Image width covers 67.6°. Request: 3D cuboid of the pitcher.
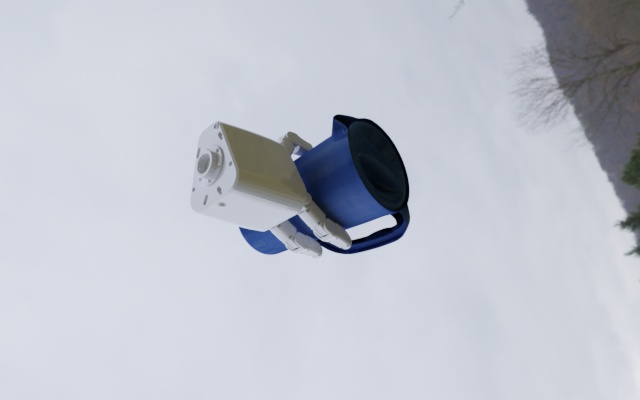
[{"bbox_3d":[0.000,0.002,0.683,0.243,0.149,0.145,-26,-30,35],"label":"pitcher"}]
